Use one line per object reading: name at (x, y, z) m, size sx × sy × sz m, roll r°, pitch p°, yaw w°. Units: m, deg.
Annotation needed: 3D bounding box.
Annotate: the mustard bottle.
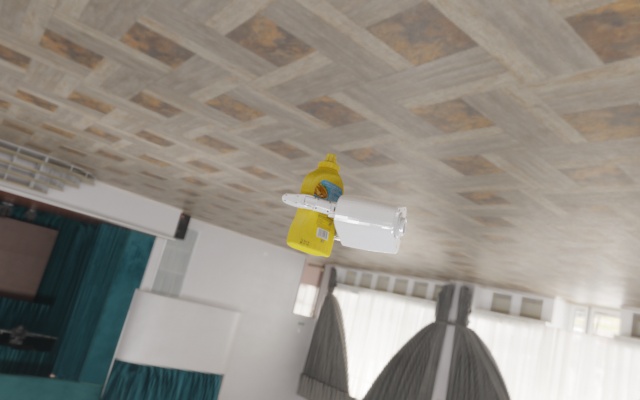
mustard bottle at (0.000, 0.003, 0.892) m, size 0.058 × 0.191 × 0.096 m, roll 2°, pitch -17°, yaw 44°
